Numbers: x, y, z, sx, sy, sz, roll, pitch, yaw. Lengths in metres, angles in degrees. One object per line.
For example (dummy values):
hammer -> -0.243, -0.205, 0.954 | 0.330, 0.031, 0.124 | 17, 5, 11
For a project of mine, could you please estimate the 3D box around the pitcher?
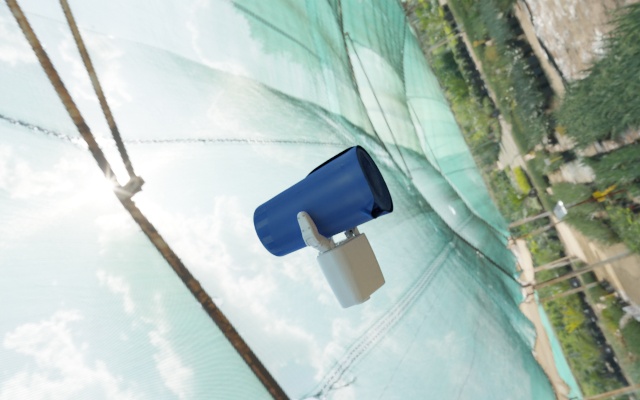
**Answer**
pitcher -> 0.000, 0.003, 0.881 | 0.243, 0.145, 0.149 | -27, -3, 20
